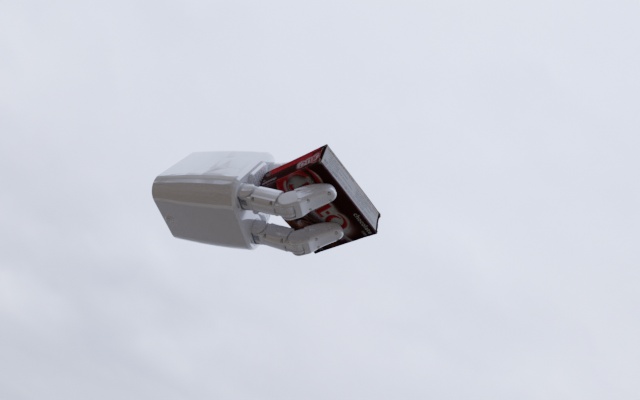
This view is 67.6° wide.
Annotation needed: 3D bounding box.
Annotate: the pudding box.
[{"bbox_3d":[0.000,0.002,0.533,0.090,0.039,0.113,-21,-57,34],"label":"pudding box"}]
